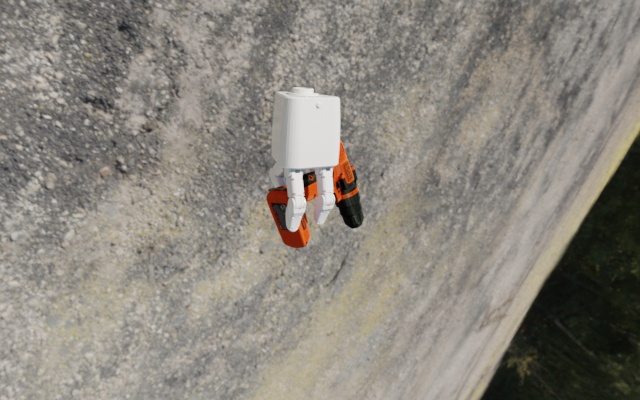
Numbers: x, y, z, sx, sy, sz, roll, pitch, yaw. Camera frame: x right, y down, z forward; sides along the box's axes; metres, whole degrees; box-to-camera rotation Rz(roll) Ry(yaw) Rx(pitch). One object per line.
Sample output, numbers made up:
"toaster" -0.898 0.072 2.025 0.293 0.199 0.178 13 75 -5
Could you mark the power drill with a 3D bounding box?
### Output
"power drill" 0.000 0.003 0.835 0.057 0.184 0.187 -2 28 41
